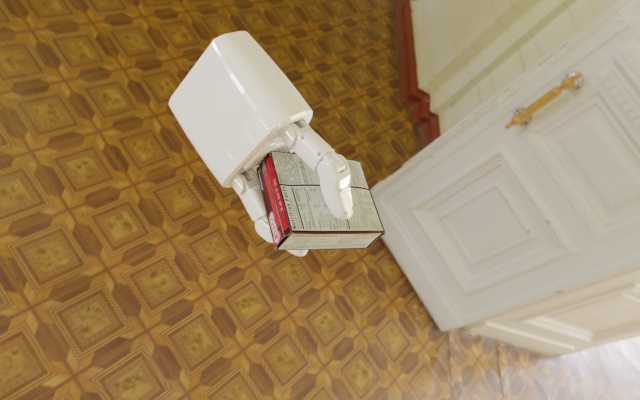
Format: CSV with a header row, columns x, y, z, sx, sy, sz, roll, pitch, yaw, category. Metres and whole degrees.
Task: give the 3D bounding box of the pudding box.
x,y,z,sx,sy,sz,roll,pitch,yaw,category
0.000,0.001,0.470,0.113,0.090,0.039,2,-31,-32,pudding box
